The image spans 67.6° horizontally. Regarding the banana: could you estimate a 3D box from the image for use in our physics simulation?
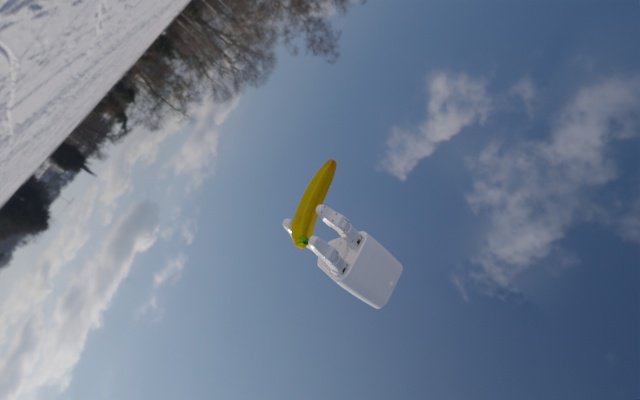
[{"bbox_3d":[-0.013,0.012,0.809,0.037,0.197,0.070,38,-46,-23],"label":"banana"}]
